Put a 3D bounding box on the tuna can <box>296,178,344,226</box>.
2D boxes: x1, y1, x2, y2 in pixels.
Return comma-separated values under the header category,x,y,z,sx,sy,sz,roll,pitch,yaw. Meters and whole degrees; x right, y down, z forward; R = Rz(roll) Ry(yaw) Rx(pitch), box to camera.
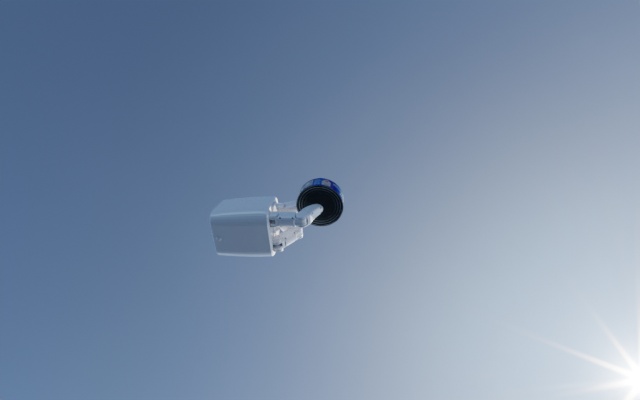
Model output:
category,x,y,z,sx,sy,sz,roll,pitch,yaw
tuna can,0.000,0.003,0.876,0.086,0.086,0.033,0,29,7
